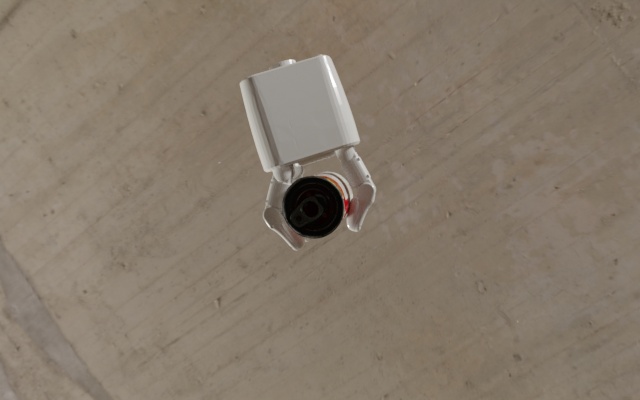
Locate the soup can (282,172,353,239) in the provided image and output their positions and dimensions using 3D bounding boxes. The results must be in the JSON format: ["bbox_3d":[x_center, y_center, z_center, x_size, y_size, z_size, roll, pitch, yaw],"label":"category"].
[{"bbox_3d":[0.000,0.002,0.556,0.068,0.068,0.102,0,7,10],"label":"soup can"}]
